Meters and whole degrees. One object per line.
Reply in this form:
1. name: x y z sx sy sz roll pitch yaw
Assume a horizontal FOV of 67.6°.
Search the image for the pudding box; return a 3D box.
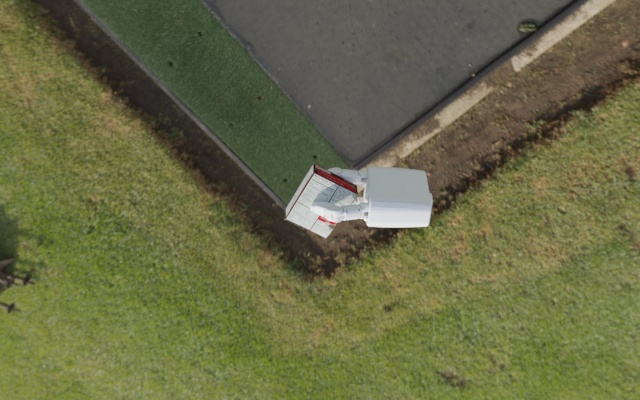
1. pudding box: 0.000 0.003 0.844 0.090 0.113 0.039 27 25 -14
